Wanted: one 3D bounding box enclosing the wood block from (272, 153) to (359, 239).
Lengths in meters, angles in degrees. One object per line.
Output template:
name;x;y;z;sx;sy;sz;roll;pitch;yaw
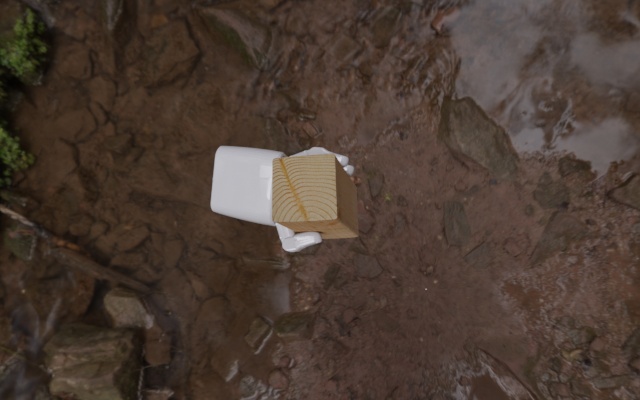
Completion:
wood block;0.000;0.003;0.729;0.090;0.091;0.206;-3;-11;12
